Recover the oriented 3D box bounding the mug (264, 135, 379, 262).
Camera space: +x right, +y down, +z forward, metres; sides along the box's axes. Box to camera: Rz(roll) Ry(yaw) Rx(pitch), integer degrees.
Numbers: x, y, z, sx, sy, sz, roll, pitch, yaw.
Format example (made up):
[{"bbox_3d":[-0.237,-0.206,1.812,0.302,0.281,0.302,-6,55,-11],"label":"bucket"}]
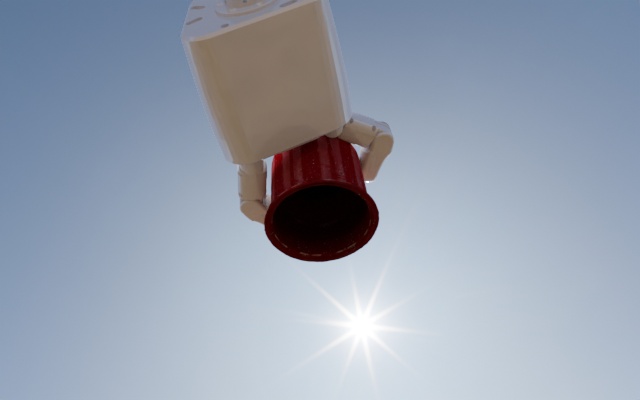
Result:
[{"bbox_3d":[0.000,0.002,0.422,0.093,0.117,0.081,-10,42,3],"label":"mug"}]
